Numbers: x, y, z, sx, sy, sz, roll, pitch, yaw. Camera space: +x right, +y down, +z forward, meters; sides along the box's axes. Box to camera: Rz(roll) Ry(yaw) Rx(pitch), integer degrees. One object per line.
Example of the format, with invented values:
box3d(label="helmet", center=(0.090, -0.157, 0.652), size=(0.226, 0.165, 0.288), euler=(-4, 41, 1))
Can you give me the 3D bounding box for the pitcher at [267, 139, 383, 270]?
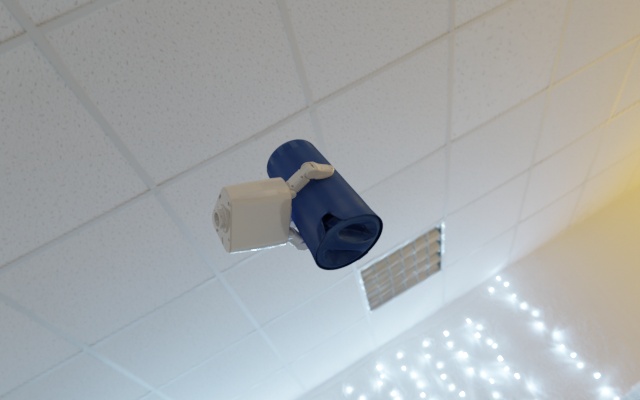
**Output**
box3d(label="pitcher", center=(0.000, 0.003, 0.877), size=(0.145, 0.149, 0.242), euler=(-9, 46, -30))
